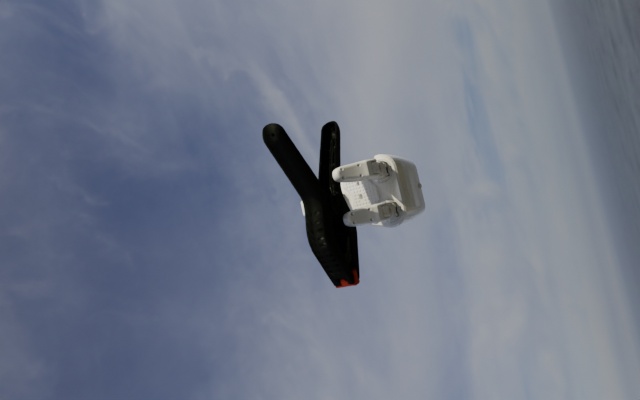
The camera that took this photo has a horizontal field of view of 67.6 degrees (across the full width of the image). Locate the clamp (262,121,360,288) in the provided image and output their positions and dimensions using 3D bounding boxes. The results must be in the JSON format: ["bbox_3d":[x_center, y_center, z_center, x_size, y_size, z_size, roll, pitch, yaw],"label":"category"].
[{"bbox_3d":[0.000,0.003,0.559,0.036,0.210,0.164,-14,-4,28],"label":"clamp"}]
